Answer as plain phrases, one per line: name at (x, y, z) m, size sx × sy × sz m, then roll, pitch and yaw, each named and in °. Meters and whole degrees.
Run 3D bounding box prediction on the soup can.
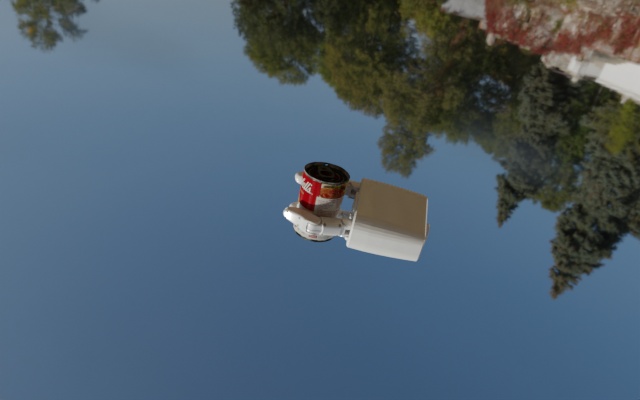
soup can at (0.000, 0.003, 0.713) m, size 0.068 × 0.102 × 0.068 m, roll 10°, pitch 28°, yaw -5°
